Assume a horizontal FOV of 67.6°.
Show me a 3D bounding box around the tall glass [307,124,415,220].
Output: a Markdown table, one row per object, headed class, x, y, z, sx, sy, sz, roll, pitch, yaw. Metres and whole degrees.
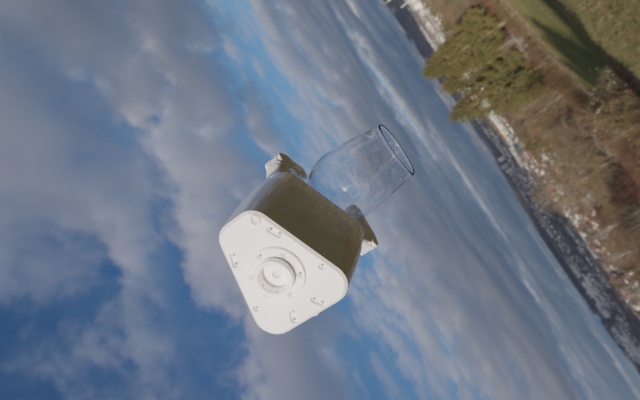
| class | x | y | z | sx | sy | sz | roll | pitch | yaw |
| --- | --- | --- | --- | --- | --- | --- | --- | --- | --- |
| tall glass | 0.000 | 0.002 | 0.513 | 0.201 | 0.079 | 0.079 | -35 | -13 | 19 |
